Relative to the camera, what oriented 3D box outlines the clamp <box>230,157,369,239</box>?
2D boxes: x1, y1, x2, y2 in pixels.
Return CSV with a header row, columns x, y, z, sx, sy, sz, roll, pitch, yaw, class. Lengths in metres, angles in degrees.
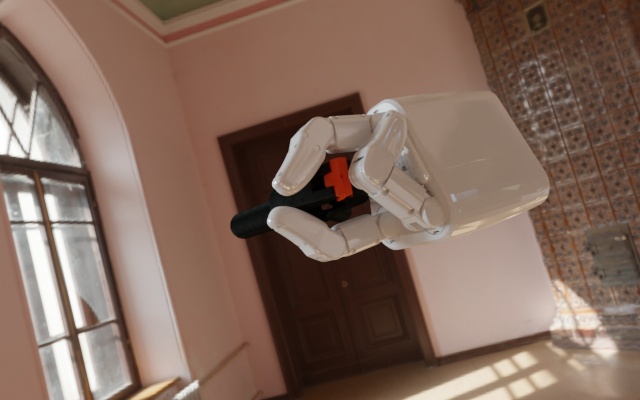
x,y,z,sx,sy,sz,roll,pitch,yaw,class
0.000,0.001,0.407,0.120,0.039,0.171,-13,-5,-28,clamp
